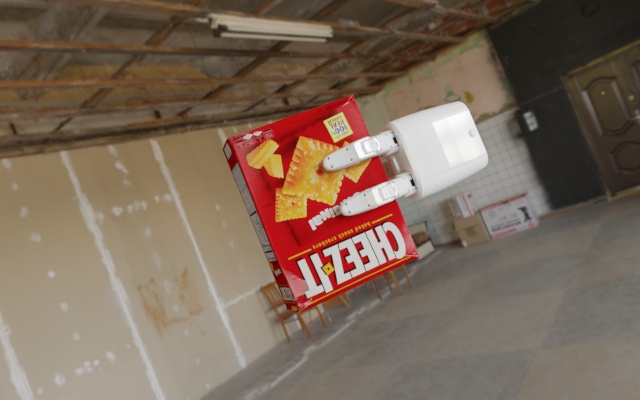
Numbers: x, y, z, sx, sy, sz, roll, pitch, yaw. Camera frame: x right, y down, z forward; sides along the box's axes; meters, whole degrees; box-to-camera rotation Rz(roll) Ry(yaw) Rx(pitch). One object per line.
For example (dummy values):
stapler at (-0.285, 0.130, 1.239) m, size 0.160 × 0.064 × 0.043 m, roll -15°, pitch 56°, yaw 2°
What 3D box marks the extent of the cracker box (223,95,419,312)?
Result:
cracker box at (0.000, 0.002, 0.572) m, size 0.164 × 0.213 × 0.072 m, roll -22°, pitch -2°, yaw -17°
